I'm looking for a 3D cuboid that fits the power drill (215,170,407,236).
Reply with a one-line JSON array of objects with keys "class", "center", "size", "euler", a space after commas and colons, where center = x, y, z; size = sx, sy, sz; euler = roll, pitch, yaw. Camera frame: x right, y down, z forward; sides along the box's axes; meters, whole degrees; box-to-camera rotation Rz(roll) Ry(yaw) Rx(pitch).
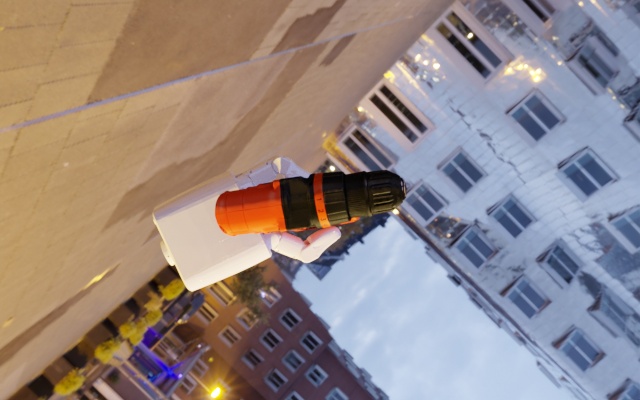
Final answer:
[{"class": "power drill", "center": [0.000, 0.002, 0.523], "size": [0.184, 0.057, 0.187], "euler": [-6, -4, 9]}]
